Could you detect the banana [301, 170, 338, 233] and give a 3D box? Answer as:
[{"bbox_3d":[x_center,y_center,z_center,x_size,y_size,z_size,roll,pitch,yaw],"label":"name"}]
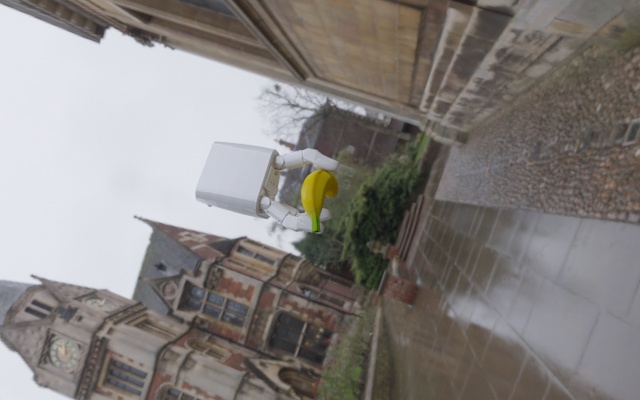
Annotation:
[{"bbox_3d":[-0.001,-0.014,0.745,0.037,0.070,0.197,2,17,11],"label":"banana"}]
